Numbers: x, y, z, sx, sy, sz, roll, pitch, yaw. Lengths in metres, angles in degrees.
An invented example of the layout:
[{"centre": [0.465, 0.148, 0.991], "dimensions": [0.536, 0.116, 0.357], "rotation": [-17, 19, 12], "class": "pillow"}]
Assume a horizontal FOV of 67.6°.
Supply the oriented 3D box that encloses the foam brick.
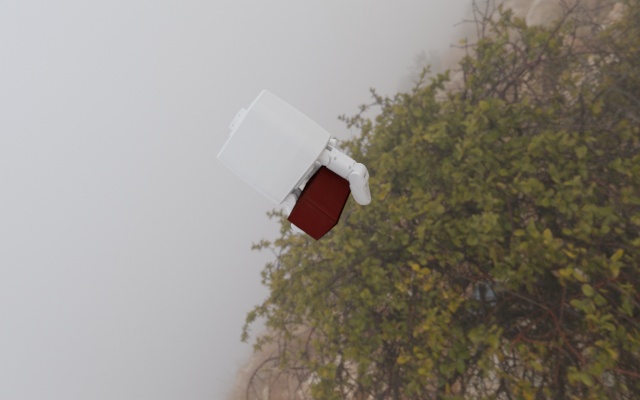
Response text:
[{"centre": [0.000, 0.002, 0.626], "dimensions": [0.051, 0.078, 0.053], "rotation": [36, -46, -10], "class": "foam brick"}]
